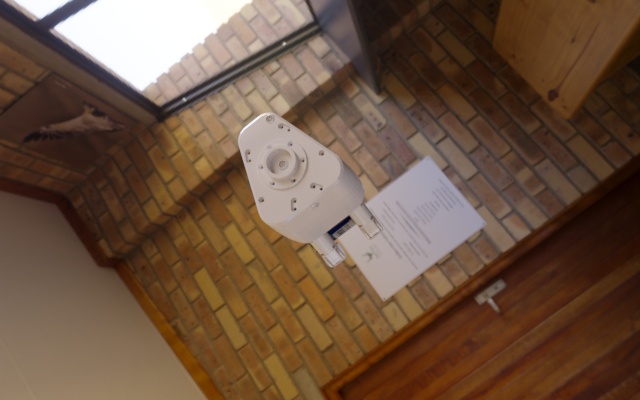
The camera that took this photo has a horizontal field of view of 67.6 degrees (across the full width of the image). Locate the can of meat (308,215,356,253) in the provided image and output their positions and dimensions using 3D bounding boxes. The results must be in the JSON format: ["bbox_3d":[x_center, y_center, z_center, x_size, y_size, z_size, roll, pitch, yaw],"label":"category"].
[{"bbox_3d":[0.000,0.002,0.593,0.084,0.102,0.057,-38,-15,3],"label":"can of meat"}]
